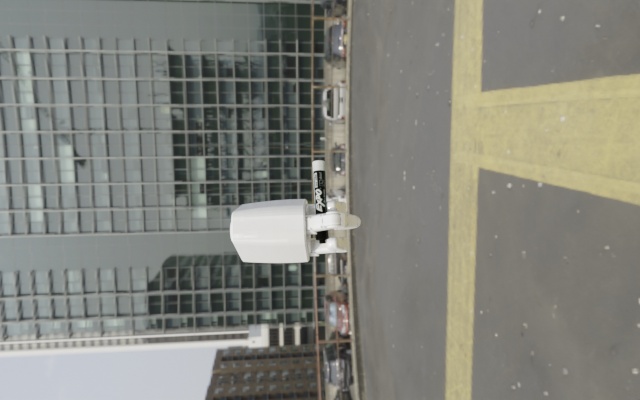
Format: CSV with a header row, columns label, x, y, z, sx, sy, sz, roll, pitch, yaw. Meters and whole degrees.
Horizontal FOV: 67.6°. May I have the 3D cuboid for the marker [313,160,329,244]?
label,x,y,z,sx,sy,sz,roll,pitch,yaw
marker,0.000,0.002,0.693,0.020,0.121,0.020,-3,-10,0
